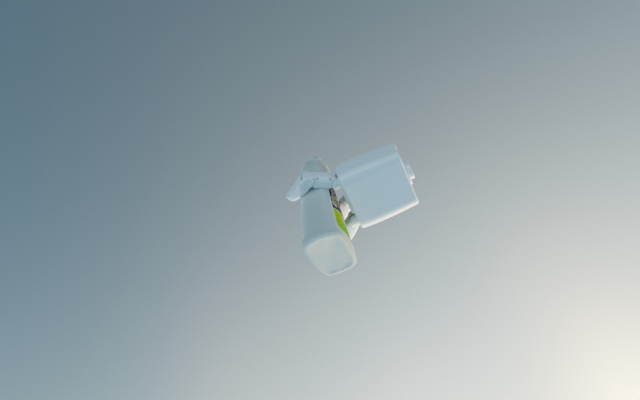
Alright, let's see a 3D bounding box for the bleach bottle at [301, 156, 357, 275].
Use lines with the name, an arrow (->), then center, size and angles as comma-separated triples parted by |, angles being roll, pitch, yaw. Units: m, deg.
bleach bottle -> 0.000, 0.003, 0.823 | 0.068, 0.250, 0.103 | -24, -48, 11
